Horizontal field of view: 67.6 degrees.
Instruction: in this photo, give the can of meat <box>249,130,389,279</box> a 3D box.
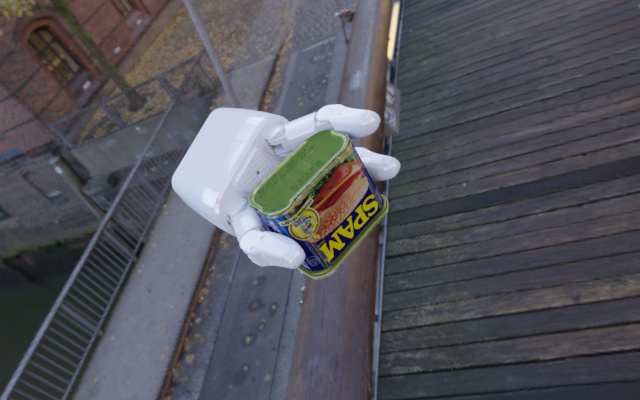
[{"bbox_3d":[0.000,0.001,0.410,0.057,0.102,0.084,26,-24,48],"label":"can of meat"}]
